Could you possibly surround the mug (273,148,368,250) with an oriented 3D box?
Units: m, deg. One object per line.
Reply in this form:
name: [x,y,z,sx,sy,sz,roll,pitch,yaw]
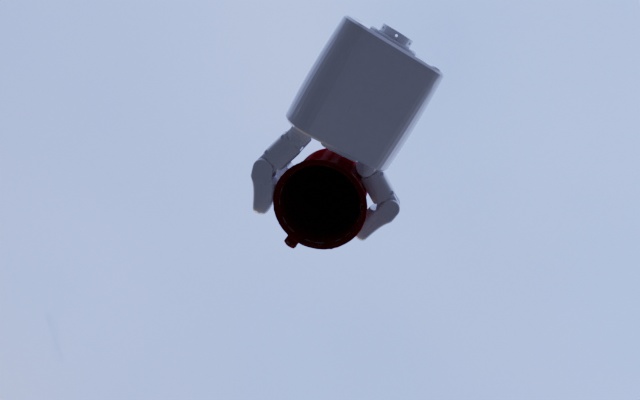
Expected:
mug: [-0.001,0.003,0.502,0.093,0.117,0.081,33,22,-1]
